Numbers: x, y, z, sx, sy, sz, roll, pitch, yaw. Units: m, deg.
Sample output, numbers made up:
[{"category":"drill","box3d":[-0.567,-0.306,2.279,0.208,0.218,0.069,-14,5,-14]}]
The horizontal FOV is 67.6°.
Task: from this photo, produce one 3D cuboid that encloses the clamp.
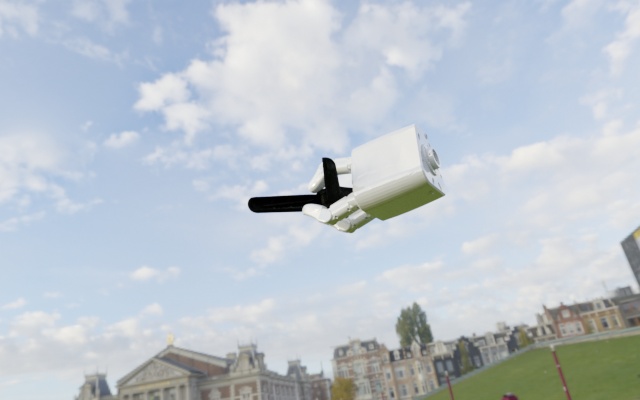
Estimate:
[{"category":"clamp","box3d":[0.000,0.002,0.763,0.164,0.036,0.210,-22,-27,27]}]
